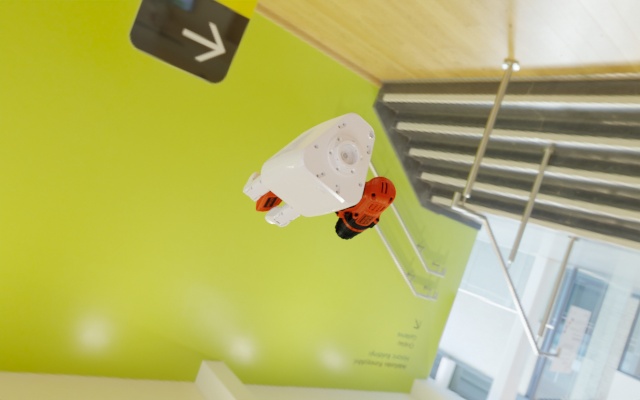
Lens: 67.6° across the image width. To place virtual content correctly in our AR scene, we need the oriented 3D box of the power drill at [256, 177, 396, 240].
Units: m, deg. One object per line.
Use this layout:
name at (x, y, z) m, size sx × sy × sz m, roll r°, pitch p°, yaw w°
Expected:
power drill at (0.000, 0.002, 0.732) m, size 0.187 × 0.057 × 0.184 m, roll 12°, pitch -28°, yaw -13°
